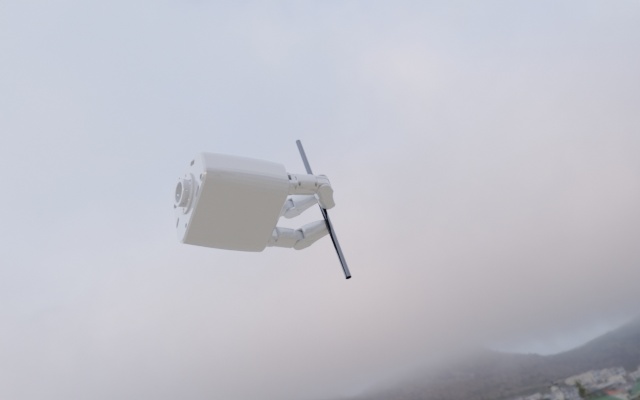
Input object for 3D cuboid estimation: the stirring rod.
[{"bbox_3d":[0.000,0.002,0.646,0.011,0.239,0.011,-13,-37,-10],"label":"stirring rod"}]
